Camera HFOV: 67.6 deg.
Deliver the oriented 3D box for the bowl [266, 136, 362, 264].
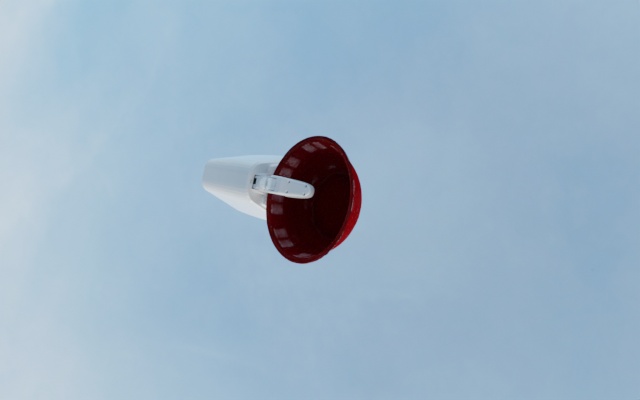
[{"bbox_3d":[0.001,0.003,0.610,0.055,0.162,0.162,13,-9,-42],"label":"bowl"}]
